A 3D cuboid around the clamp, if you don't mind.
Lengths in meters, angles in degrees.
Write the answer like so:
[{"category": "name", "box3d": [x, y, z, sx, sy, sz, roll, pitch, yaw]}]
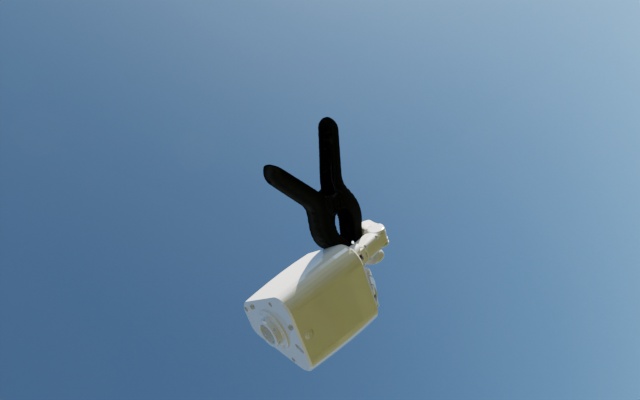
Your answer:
[{"category": "clamp", "box3d": [0.000, 0.002, 0.552, 0.120, 0.171, 0.039, -32, 20, -34]}]
